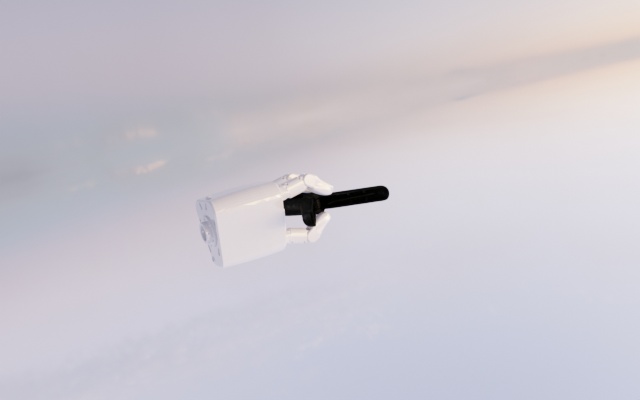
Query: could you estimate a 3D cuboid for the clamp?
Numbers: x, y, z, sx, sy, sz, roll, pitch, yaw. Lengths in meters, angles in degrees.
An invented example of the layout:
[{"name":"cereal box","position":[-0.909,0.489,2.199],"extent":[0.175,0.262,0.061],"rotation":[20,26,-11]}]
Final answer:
[{"name":"clamp","position":[0.000,0.003,0.796],"extent":[0.164,0.036,0.210],"rotation":[-16,11,-29]}]
